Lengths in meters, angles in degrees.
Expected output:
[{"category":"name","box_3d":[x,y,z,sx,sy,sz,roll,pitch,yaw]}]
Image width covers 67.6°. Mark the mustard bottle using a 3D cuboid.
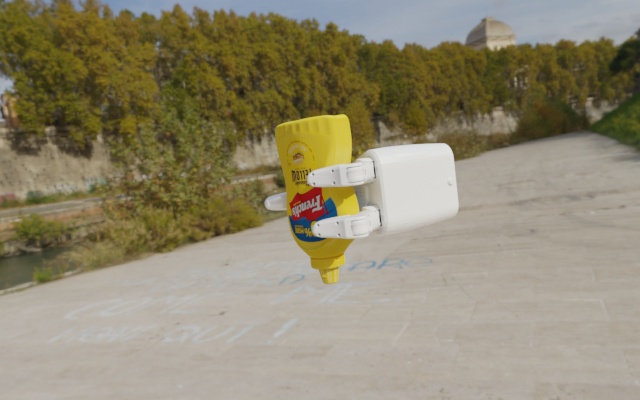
[{"category":"mustard bottle","box_3d":[0.000,0.002,0.555,0.096,0.191,0.058,-2,8,43]}]
